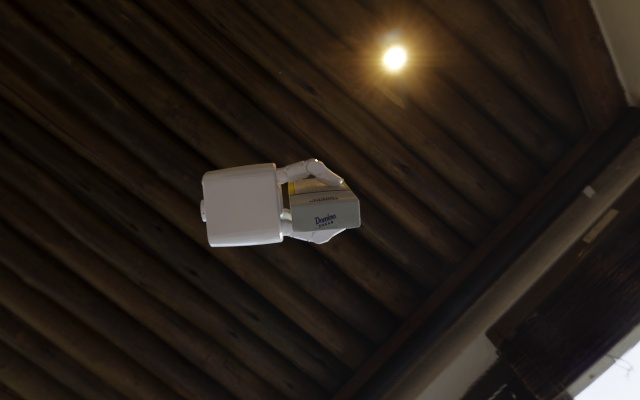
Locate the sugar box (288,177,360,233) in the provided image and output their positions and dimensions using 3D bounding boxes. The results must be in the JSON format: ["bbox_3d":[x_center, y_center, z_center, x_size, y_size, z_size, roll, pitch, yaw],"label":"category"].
[{"bbox_3d":[0.000,0.003,0.713,0.093,0.048,0.176,-5,15,-3],"label":"sugar box"}]
